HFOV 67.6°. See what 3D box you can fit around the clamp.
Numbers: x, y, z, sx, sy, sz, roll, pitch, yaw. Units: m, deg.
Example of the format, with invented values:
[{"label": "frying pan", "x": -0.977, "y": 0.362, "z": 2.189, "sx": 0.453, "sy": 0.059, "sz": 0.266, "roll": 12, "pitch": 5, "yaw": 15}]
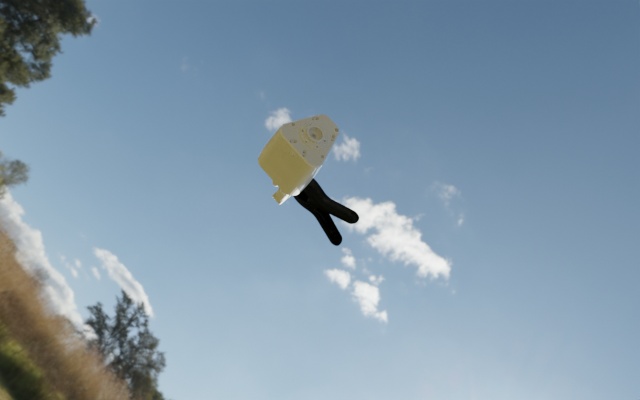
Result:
[{"label": "clamp", "x": 0.000, "y": 0.002, "z": 0.883, "sx": 0.039, "sy": 0.171, "sz": 0.120, "roll": -42, "pitch": -1, "yaw": -35}]
